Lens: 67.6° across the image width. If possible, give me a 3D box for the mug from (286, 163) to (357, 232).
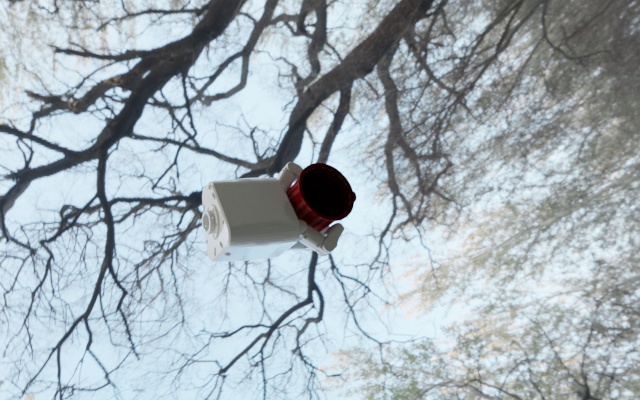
[{"bbox_3d":[0.001,0.002,0.722,0.117,0.093,0.081,-6,-22,-35],"label":"mug"}]
